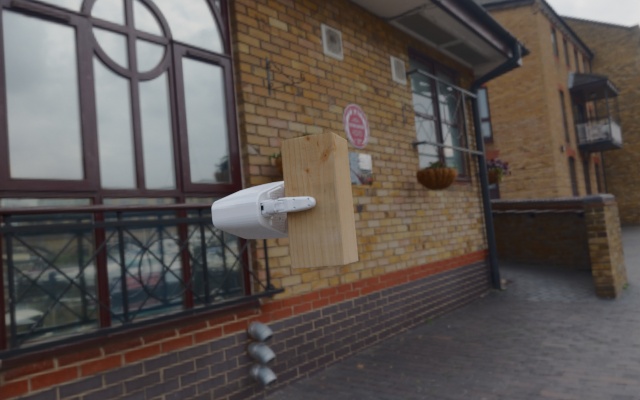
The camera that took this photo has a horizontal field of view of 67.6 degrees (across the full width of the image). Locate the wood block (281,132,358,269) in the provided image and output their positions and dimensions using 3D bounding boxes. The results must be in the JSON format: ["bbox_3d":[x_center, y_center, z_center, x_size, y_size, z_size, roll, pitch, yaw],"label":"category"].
[{"bbox_3d":[0.000,0.002,0.781,0.090,0.206,0.091,-7,-4,20],"label":"wood block"}]
